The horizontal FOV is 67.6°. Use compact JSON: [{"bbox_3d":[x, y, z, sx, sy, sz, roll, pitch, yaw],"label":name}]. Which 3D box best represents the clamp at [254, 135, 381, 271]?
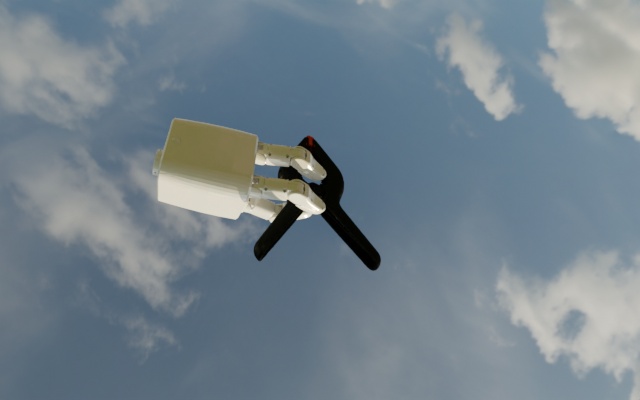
[{"bbox_3d":[0.000,0.002,0.641,0.164,0.209,0.036,14,-39,-16],"label":"clamp"}]
